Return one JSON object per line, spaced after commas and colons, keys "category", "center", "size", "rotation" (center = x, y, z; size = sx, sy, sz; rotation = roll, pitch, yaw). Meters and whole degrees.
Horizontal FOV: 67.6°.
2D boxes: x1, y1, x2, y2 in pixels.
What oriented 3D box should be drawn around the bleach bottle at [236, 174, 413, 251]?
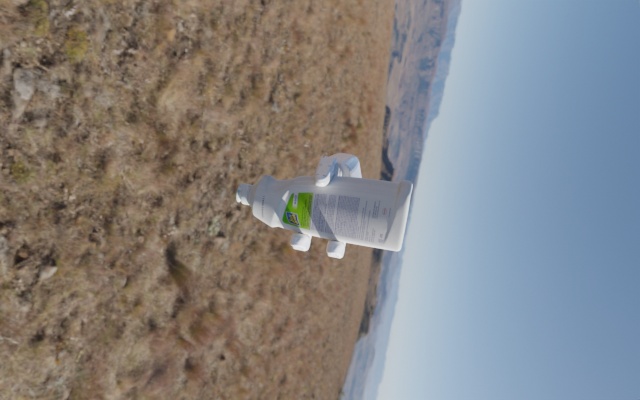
{"category": "bleach bottle", "center": [0.000, 0.002, 0.694], "size": [0.251, 0.102, 0.068], "rotation": [10, 17, 11]}
